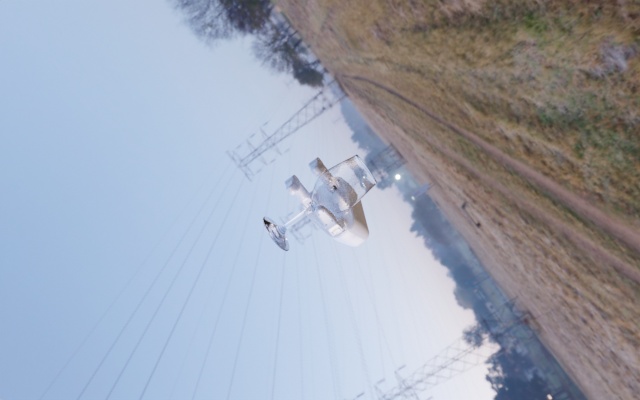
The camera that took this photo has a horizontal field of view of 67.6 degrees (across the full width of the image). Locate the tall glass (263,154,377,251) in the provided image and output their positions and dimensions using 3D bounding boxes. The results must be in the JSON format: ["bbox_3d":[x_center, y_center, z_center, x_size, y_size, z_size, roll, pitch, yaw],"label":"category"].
[{"bbox_3d":[0.000,0.003,0.834,0.201,0.079,0.079,-36,-7,10],"label":"tall glass"}]
